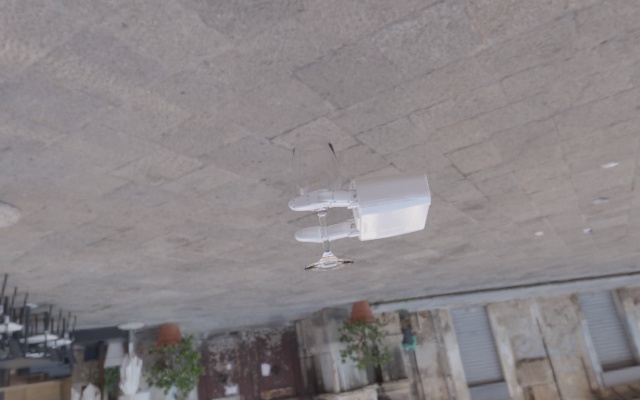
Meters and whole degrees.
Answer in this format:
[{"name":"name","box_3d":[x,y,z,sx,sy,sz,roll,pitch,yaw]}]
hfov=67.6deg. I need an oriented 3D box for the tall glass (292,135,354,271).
[{"name":"tall glass","box_3d":[0.000,0.003,0.733,0.079,0.201,0.079,-8,-17,-2]}]
